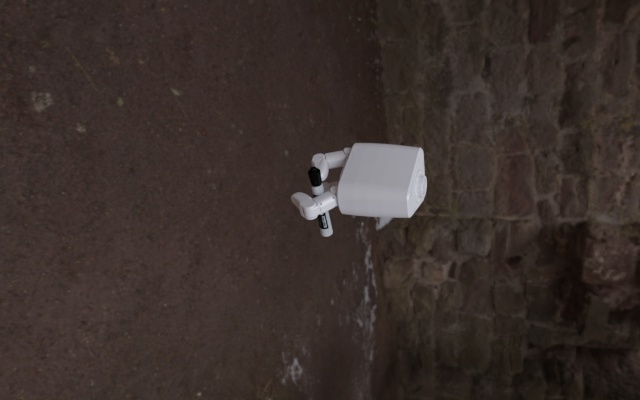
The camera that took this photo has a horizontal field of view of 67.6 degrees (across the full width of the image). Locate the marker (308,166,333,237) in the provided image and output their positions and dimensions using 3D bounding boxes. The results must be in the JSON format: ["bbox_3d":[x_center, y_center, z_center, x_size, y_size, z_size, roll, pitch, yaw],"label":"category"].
[{"bbox_3d":[0.000,0.002,0.719,0.020,0.121,0.020,-8,34,5],"label":"marker"}]
